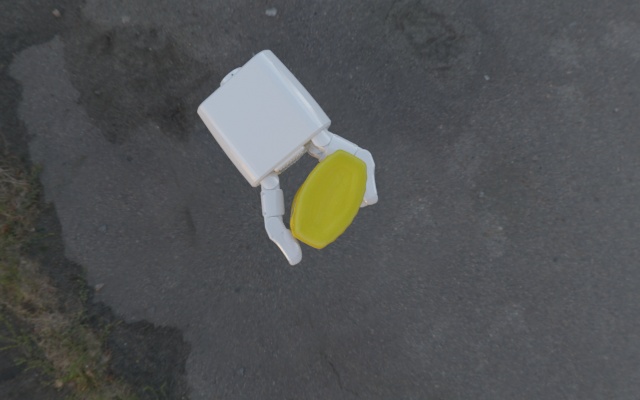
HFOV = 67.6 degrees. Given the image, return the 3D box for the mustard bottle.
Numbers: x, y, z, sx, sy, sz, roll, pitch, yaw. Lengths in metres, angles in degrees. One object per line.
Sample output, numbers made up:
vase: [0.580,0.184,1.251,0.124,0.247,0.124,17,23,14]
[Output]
mustard bottle: [0.000,0.002,0.537,0.058,0.096,0.191,27,-5,-4]
